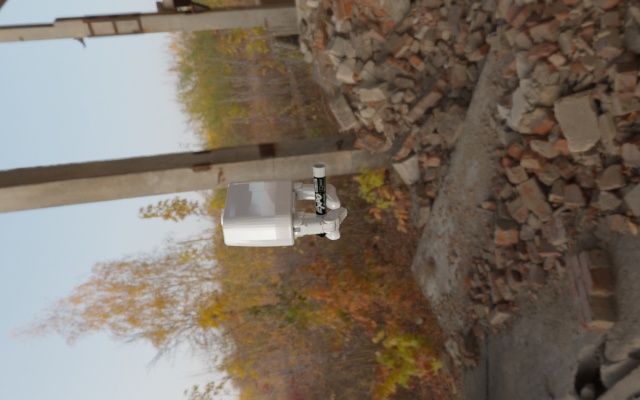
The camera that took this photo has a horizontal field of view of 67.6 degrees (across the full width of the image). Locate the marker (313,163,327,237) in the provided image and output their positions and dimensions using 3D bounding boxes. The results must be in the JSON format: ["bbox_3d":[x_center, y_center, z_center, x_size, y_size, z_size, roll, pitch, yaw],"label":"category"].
[{"bbox_3d":[0.000,0.002,0.735,0.020,0.121,0.020,-2,26,1],"label":"marker"}]
